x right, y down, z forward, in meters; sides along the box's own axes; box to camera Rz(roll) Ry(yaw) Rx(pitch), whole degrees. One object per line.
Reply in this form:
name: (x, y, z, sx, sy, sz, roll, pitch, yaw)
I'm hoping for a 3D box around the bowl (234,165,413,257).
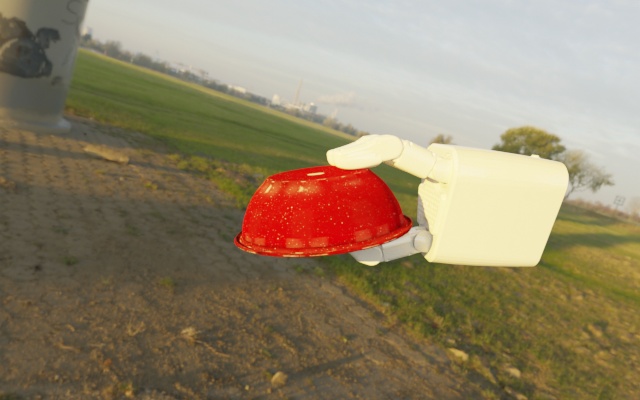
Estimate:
bowl: (-0.001, 0.001, 0.431, 0.162, 0.055, 0.162, -6, 11, 1)
